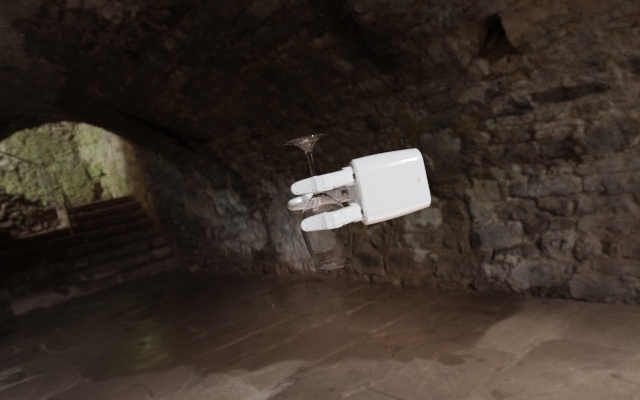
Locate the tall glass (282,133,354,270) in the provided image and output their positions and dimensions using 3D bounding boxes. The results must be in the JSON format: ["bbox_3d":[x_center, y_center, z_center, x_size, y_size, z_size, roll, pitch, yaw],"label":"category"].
[{"bbox_3d":[0.000,0.002,0.733,0.079,0.201,0.079,-13,4,1],"label":"tall glass"}]
